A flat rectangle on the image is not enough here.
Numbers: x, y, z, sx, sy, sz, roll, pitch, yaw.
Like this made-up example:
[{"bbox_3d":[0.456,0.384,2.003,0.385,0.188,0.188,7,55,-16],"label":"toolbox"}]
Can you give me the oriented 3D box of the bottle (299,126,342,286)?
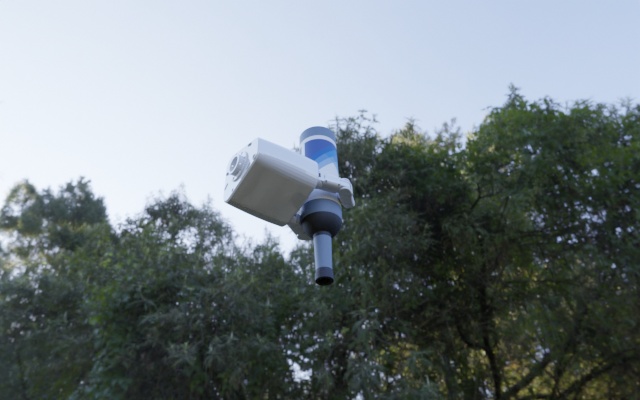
[{"bbox_3d":[0.000,0.002,0.784,0.069,0.295,0.069,-2,-38,-1],"label":"bottle"}]
